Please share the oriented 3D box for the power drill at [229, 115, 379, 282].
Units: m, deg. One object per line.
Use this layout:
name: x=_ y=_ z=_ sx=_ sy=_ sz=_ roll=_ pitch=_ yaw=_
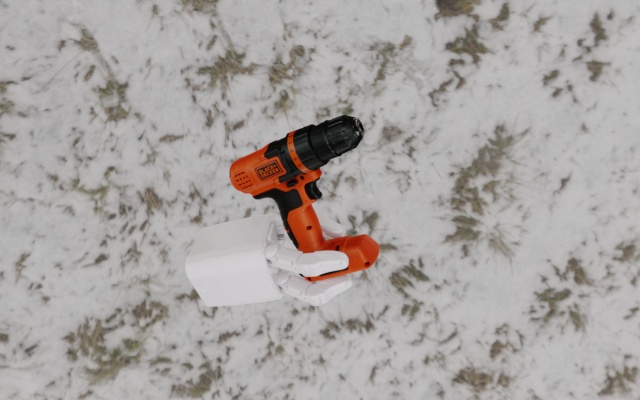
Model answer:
power drill: x=0.000 y=0.002 z=0.585 sx=0.184 sy=0.188 sz=0.057 roll=-19 pitch=18 yaw=30
